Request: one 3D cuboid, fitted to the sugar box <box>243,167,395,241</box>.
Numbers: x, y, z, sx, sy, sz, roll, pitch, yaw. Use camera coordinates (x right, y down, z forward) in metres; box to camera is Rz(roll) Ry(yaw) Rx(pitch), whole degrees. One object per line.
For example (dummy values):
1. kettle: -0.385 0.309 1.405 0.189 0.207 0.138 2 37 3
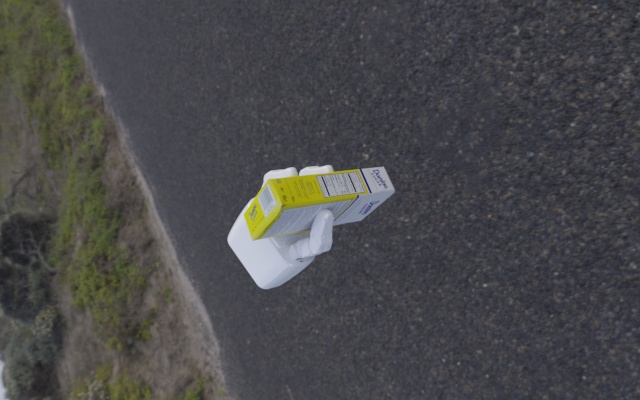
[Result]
1. sugar box: 0.000 0.002 0.615 0.176 0.048 0.093 -11 -22 -35
